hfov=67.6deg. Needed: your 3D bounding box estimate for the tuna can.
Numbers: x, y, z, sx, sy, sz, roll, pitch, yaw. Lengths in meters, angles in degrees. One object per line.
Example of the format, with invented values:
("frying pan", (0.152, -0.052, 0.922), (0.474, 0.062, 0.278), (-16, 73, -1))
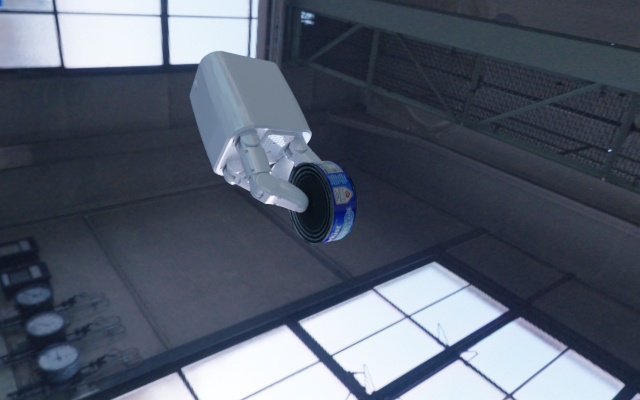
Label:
("tuna can", (0.001, 0.002, 0.498), (0.034, 0.086, 0.086), (-8, 5, -34))
